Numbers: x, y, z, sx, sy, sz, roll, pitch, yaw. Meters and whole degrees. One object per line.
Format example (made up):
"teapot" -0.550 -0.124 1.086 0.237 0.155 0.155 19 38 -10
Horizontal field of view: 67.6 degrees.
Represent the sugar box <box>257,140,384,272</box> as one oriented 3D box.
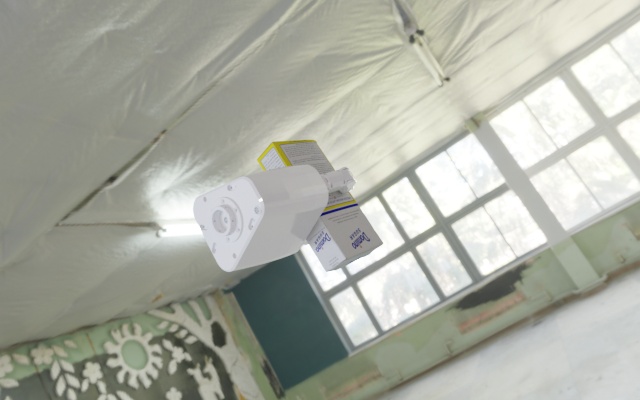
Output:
"sugar box" 0.000 0.002 0.623 0.048 0.176 0.093 -40 -16 35
